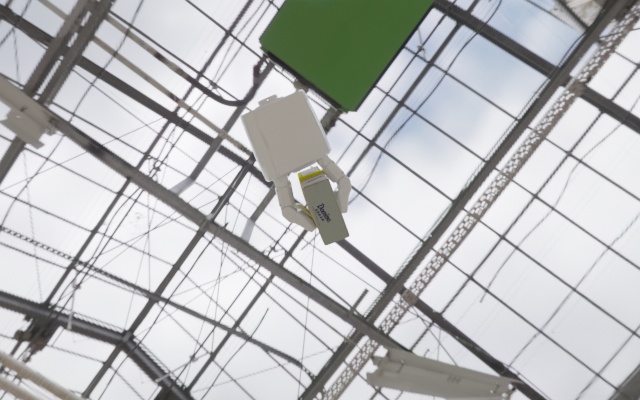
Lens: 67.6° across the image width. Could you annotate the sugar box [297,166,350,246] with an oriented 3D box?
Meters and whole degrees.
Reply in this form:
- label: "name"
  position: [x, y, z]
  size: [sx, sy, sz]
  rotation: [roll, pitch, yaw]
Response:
- label: "sugar box"
  position: [0.000, 0.003, 0.754]
  size: [0.048, 0.093, 0.176]
  rotation: [-21, 11, 1]
